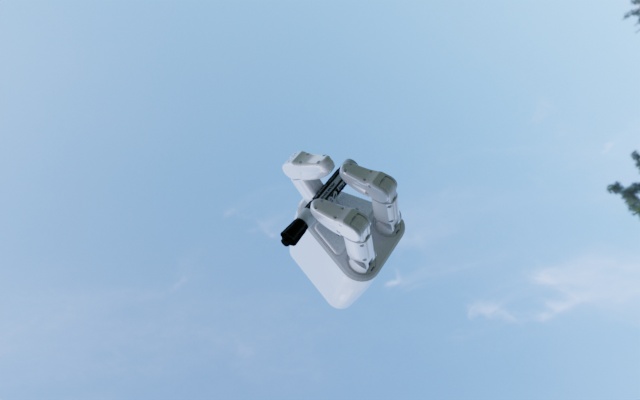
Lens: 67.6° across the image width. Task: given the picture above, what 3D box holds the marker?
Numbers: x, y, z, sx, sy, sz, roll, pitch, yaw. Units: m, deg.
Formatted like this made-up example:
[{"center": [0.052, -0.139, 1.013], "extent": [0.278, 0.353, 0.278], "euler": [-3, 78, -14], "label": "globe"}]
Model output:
[{"center": [0.000, 0.002, 0.482], "extent": [0.020, 0.020, 0.121], "euler": [0, 41, 49], "label": "marker"}]
